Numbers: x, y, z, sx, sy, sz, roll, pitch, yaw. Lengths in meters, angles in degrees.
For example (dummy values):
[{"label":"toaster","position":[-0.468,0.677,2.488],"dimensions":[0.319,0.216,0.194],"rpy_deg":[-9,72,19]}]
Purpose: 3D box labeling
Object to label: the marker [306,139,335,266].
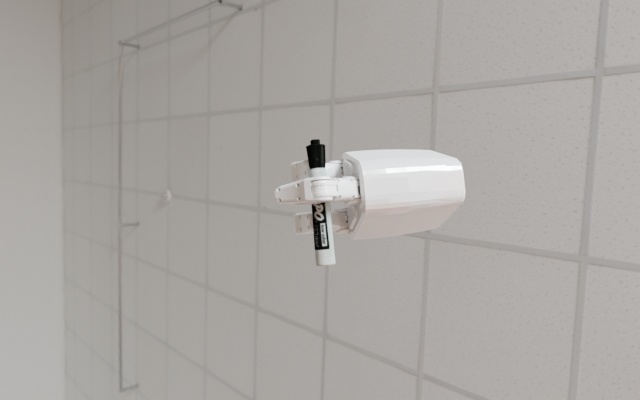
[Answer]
[{"label":"marker","position":[0.000,0.002,0.459],"dimensions":[0.020,0.121,0.020],"rpy_deg":[-5,-3,0]}]
